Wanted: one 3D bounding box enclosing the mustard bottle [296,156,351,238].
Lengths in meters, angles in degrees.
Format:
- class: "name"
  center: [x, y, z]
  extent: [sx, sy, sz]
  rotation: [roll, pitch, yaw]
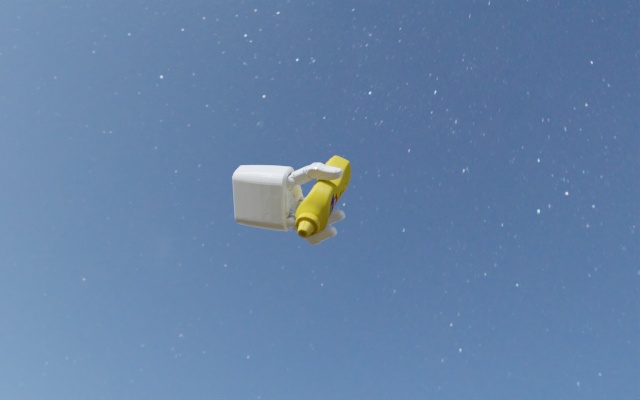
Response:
- class: "mustard bottle"
  center: [0.001, 0.003, 0.855]
  extent: [0.058, 0.096, 0.191]
  rotation: [26, 38, 4]
